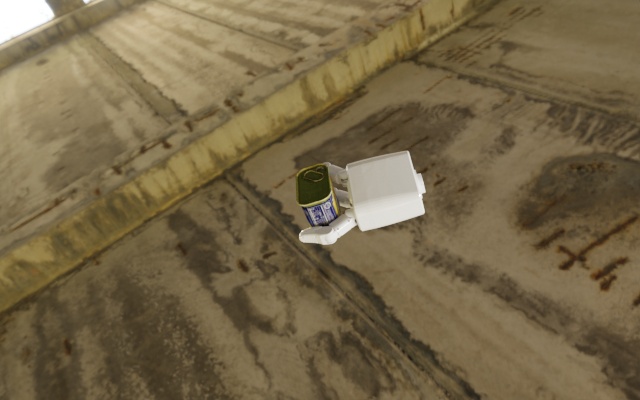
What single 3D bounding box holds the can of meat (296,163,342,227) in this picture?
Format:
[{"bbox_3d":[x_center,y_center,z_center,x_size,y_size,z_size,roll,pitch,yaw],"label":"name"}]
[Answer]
[{"bbox_3d":[0.000,0.003,0.791,0.057,0.084,0.102,-17,37,8],"label":"can of meat"}]
